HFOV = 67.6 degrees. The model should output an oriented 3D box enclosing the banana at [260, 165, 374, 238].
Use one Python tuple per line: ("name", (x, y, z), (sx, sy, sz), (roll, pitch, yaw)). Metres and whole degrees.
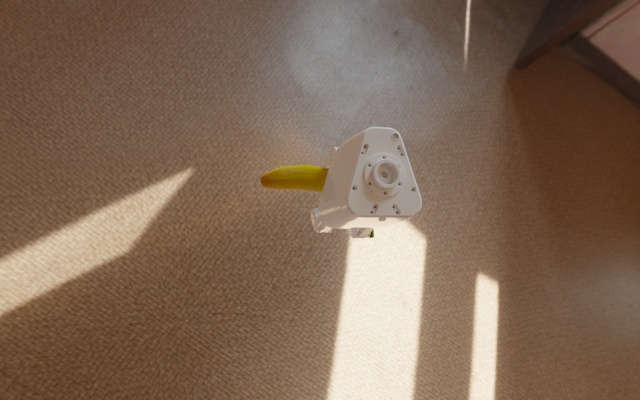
("banana", (0.011, -0.013, 0.713), (0.198, 0.069, 0.037), (26, -7, -12))
